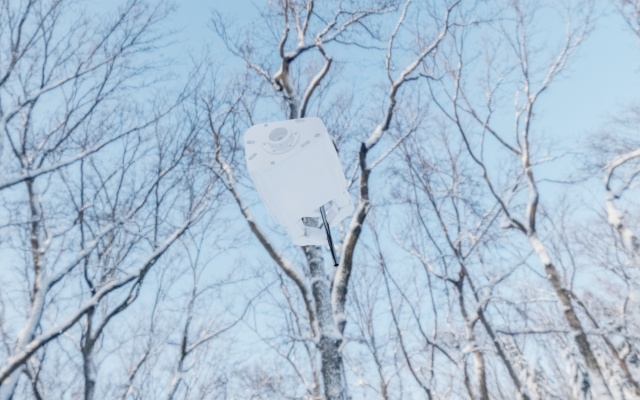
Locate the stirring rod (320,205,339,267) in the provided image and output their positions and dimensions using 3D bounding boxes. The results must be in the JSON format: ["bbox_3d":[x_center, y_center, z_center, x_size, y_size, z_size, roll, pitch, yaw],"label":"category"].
[{"bbox_3d":[0.000,0.002,0.750,0.011,0.239,0.011,-8,-41,-7],"label":"stirring rod"}]
